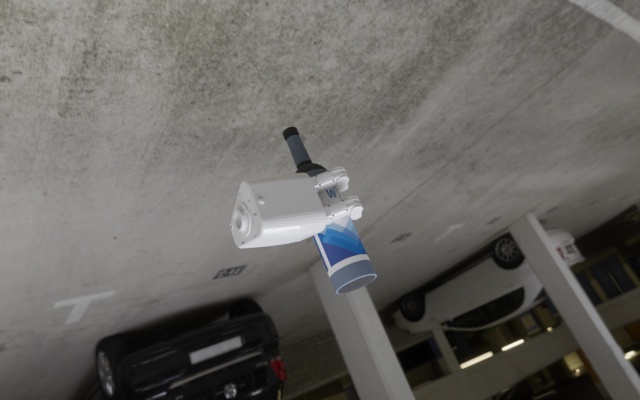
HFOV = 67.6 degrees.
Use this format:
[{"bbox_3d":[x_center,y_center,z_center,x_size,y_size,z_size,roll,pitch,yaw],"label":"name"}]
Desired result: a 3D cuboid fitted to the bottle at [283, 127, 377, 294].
[{"bbox_3d":[0.000,0.003,0.773,0.069,0.295,0.069,-20,-24,-9],"label":"bottle"}]
